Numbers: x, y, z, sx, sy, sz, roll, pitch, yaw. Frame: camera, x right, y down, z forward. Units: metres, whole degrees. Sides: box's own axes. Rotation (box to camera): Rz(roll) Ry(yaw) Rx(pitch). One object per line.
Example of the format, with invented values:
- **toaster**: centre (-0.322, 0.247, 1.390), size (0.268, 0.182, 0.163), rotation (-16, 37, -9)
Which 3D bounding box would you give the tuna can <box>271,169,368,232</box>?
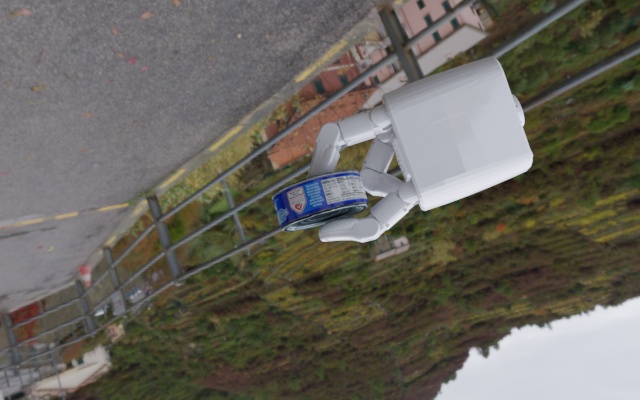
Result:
- **tuna can**: centre (0.000, 0.002, 0.444), size (0.086, 0.033, 0.086), rotation (-15, -9, -3)
